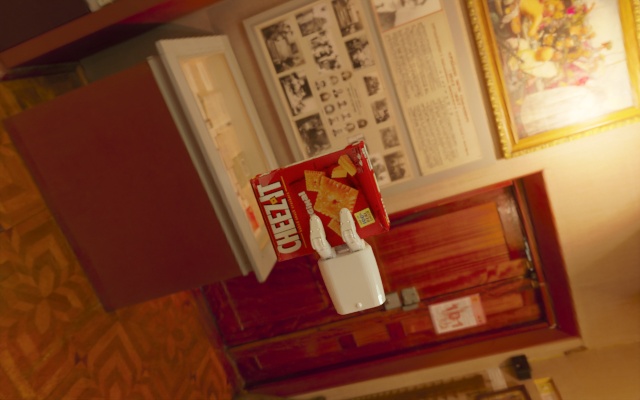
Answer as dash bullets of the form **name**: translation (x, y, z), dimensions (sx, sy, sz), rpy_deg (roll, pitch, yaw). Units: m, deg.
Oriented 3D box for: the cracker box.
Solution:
- **cracker box**: translation (0.000, 0.003, 0.866), dimensions (0.214, 0.164, 0.072), rpy_deg (-17, 8, 12)
